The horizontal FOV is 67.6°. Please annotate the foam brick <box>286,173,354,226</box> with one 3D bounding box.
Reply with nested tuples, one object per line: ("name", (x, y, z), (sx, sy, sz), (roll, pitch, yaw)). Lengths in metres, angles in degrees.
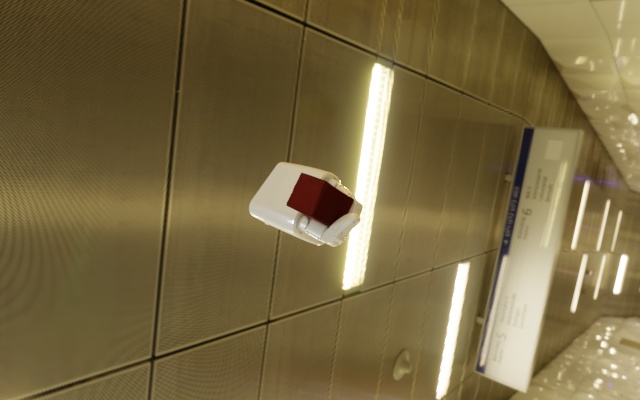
("foam brick", (0.000, 0.002, 0.675), (0.051, 0.053, 0.078), (23, -5, 37))
